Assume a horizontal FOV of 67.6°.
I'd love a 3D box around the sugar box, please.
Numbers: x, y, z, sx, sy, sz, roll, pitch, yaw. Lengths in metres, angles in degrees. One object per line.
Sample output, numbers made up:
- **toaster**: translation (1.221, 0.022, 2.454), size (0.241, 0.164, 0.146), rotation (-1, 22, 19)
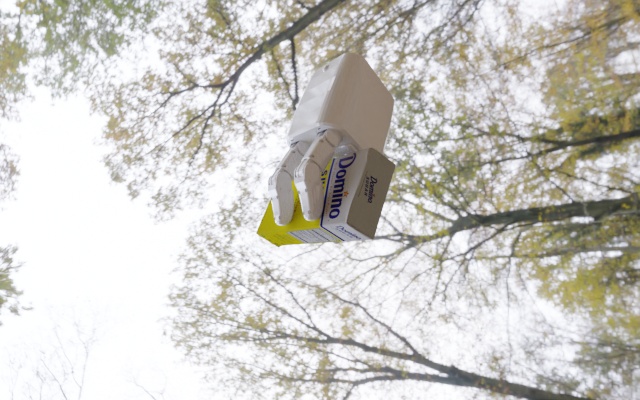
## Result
- **sugar box**: translation (0.000, 0.001, 0.553), size (0.048, 0.093, 0.176), rotation (32, -26, -28)
